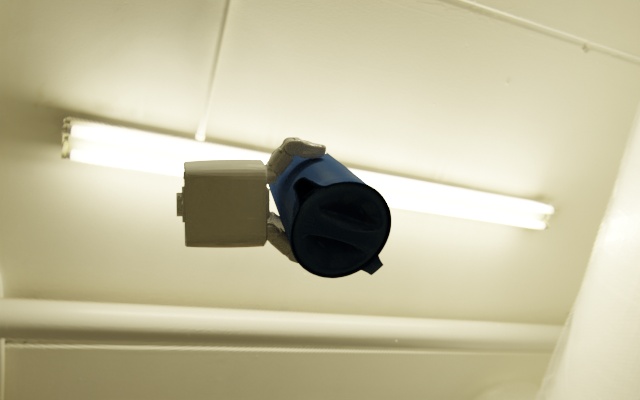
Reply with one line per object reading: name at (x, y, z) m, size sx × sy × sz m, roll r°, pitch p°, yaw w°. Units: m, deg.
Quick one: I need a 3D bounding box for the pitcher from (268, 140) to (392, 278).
pitcher at (0.000, 0.002, 0.691) m, size 0.145 × 0.149 × 0.242 m, roll -1°, pitch 23°, yaw -17°
